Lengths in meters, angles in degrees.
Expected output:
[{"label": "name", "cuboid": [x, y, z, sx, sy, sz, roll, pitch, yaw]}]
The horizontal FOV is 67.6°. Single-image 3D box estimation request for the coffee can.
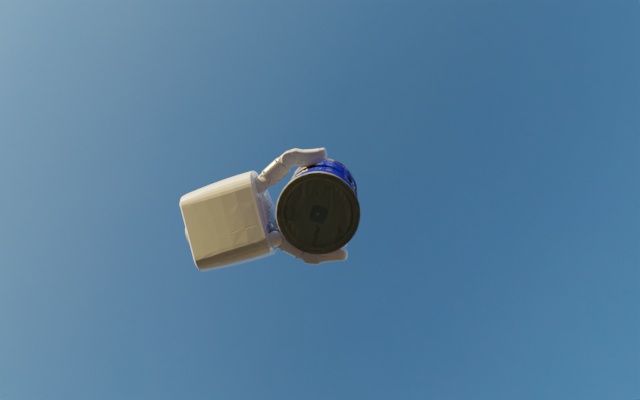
[{"label": "coffee can", "cuboid": [0.000, 0.002, 0.642, 0.103, 0.103, 0.140, 0, 12, 3]}]
